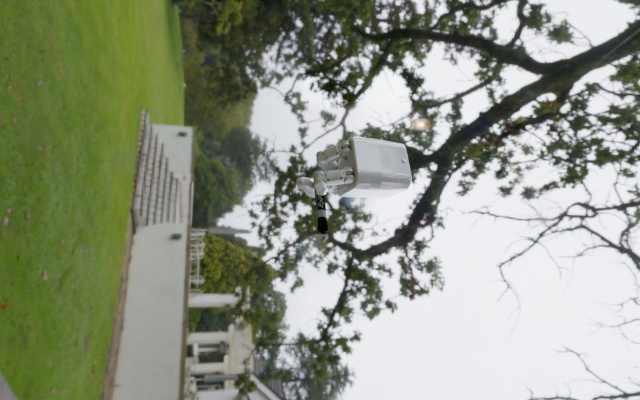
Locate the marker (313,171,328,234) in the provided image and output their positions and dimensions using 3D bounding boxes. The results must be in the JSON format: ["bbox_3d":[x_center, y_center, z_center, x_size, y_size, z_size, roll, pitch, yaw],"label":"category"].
[{"bbox_3d":[0.000,0.003,0.863,0.020,0.121,0.020,-4,-25,-2],"label":"marker"}]
